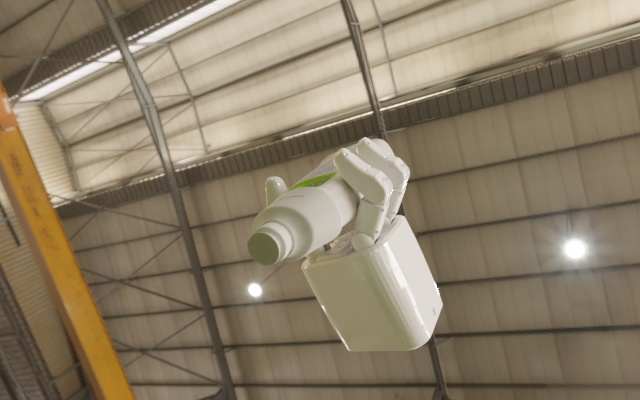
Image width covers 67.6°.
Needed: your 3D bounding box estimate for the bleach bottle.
[{"bbox_3d":[0.000,0.001,0.476,0.102,0.068,0.250,-21,8,30],"label":"bleach bottle"}]
